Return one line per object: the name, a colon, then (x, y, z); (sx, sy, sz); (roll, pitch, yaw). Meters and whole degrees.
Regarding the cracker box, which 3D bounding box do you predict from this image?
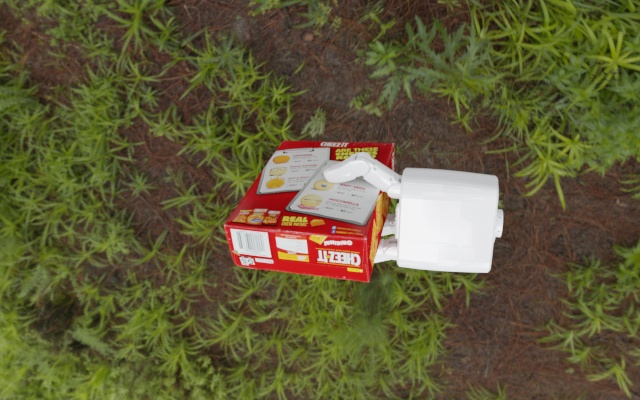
cracker box: (0.000, 0.002, 0.605); (0.164, 0.072, 0.213); (4, 34, 15)
